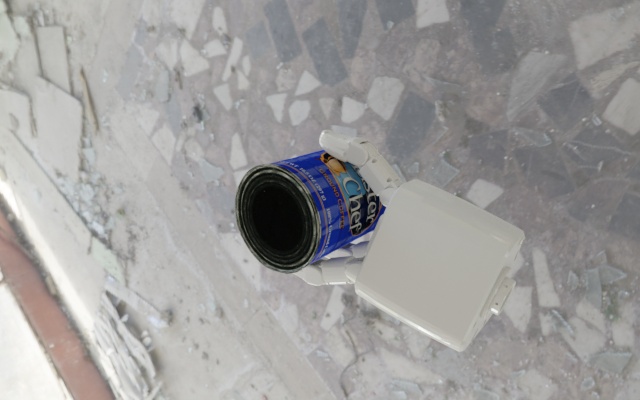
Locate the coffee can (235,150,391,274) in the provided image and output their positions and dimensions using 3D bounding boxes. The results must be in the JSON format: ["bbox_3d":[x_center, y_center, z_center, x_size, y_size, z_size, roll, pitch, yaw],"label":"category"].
[{"bbox_3d":[0.000,0.001,0.482,0.103,0.103,0.140,0,13,38],"label":"coffee can"}]
